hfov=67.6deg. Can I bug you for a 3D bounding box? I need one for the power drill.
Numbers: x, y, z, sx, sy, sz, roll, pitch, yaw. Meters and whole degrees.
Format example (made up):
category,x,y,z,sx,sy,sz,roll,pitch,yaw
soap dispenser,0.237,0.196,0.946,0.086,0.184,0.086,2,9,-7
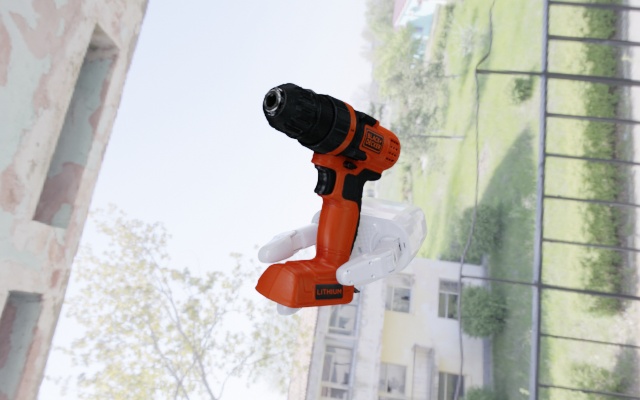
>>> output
category,x,y,z,sx,sy,sz,roll,pitch,yaw
power drill,0.000,0.002,0.439,0.057,0.187,0.184,18,3,39
